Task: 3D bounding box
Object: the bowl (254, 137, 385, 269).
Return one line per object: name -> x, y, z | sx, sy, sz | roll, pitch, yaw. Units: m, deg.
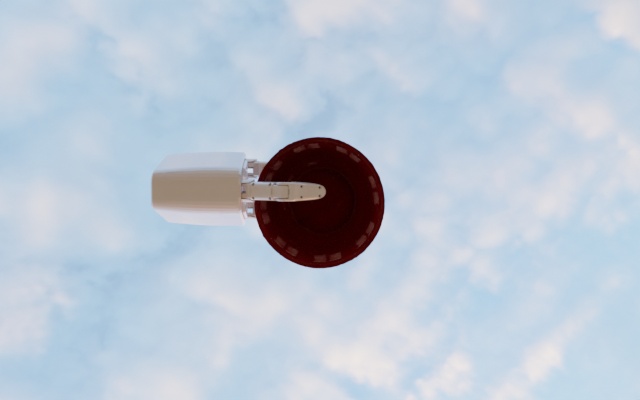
bowl -> 0.001, 0.002, 0.609 | 0.162, 0.162, 0.055 | 0, 3, 5
